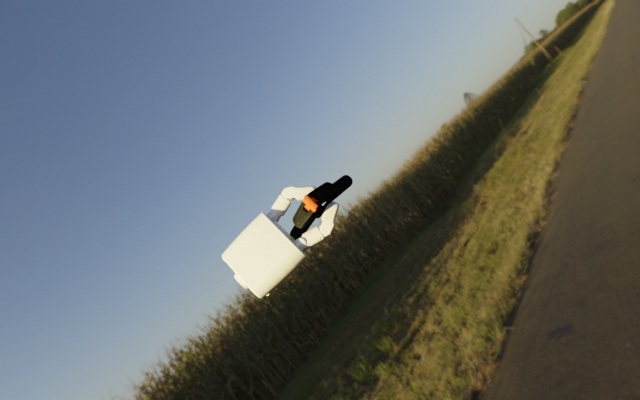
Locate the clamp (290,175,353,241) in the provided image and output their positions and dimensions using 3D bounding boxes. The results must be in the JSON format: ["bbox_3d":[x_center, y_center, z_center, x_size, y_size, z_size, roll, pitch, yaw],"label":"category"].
[{"bbox_3d":[-0.001,0.002,0.843,0.036,0.164,0.210,42,-5,6],"label":"clamp"}]
